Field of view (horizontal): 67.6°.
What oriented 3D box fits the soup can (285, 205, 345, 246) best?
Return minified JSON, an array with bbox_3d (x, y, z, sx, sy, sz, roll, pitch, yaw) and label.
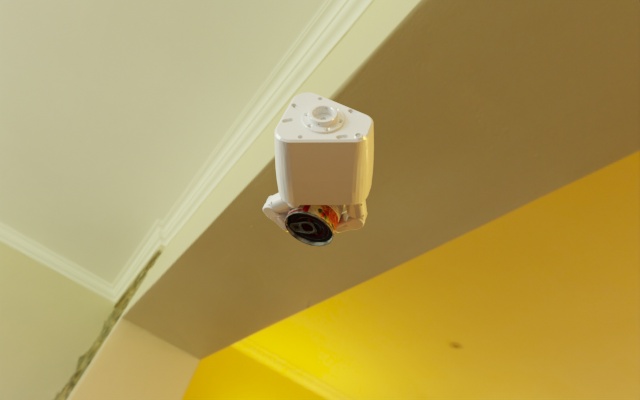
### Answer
[{"bbox_3d":[0.000,0.002,0.657,0.068,0.102,0.069,14,-39,12],"label":"soup can"}]
